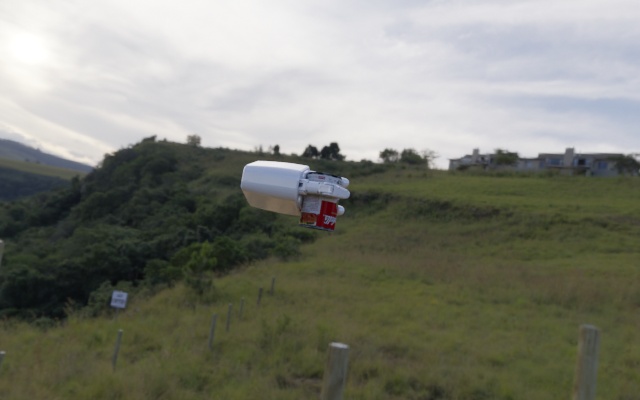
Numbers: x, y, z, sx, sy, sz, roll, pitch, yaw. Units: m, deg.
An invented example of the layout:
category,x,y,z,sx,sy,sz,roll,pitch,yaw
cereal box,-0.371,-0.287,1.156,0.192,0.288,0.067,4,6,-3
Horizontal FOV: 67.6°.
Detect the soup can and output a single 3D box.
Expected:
category,x,y,z,sx,sy,sz,roll,pitch,yaw
soup can,0.001,0.003,0.892,0.068,0.102,0.068,9,-5,1
